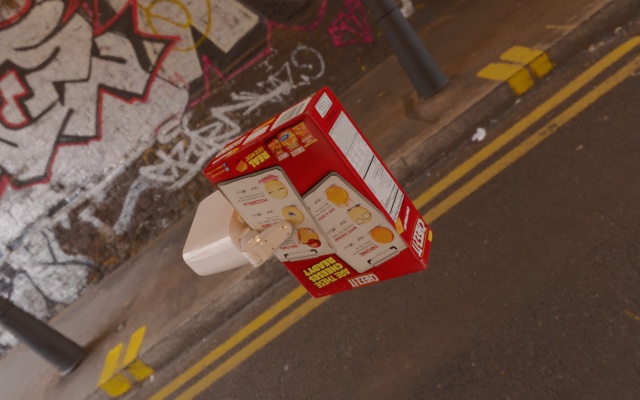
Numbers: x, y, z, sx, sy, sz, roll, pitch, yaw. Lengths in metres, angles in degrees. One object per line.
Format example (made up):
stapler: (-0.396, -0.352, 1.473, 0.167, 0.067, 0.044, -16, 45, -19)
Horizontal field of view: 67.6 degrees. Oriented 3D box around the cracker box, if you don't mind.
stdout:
cracker box: (0.000, 0.002, 0.537, 0.164, 0.214, 0.072, -23, 26, 37)
